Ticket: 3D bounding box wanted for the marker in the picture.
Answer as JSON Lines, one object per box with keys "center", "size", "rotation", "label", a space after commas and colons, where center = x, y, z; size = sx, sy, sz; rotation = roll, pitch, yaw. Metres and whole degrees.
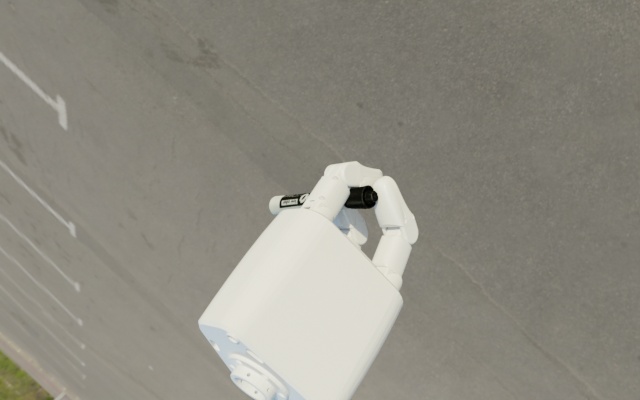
{"center": [0.000, 0.001, 0.415], "size": [0.020, 0.020, 0.121], "rotation": [0, -4, -45], "label": "marker"}
